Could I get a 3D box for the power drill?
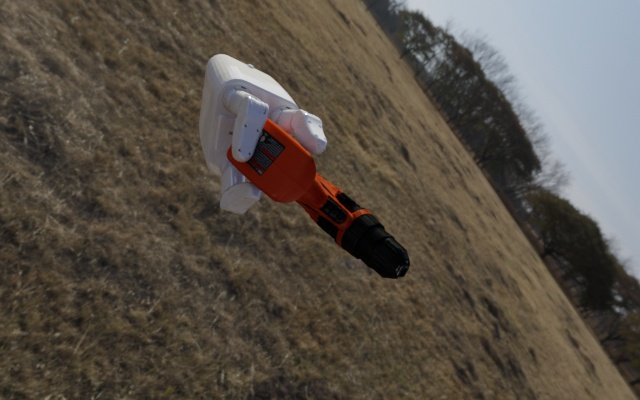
[{"bbox_3d":[0.000,0.001,0.501,0.184,0.057,0.188,39,-2,38],"label":"power drill"}]
